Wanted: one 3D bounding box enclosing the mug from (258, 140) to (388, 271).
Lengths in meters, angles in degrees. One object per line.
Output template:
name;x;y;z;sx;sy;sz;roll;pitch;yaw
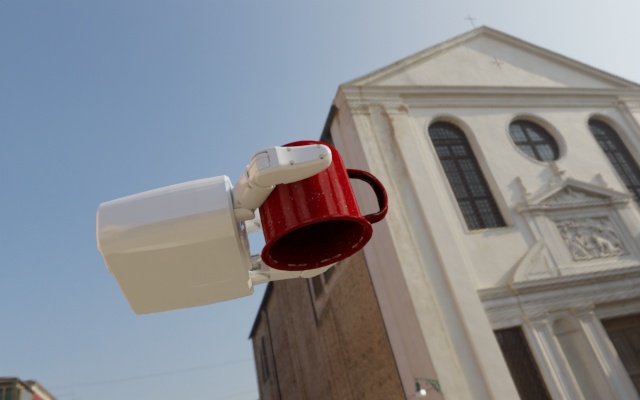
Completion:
mug;0.001;0.001;0.408;0.117;0.081;0.093;-11;-30;-9
